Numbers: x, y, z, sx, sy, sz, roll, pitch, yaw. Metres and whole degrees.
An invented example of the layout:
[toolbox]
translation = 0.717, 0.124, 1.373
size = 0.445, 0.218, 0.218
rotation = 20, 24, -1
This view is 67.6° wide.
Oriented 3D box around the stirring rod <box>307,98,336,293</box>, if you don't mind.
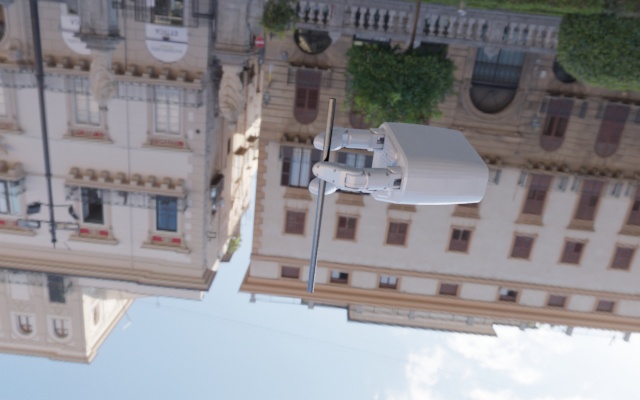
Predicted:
[stirring rod]
translation = 0.000, 0.002, 0.560
size = 0.011, 0.240, 0.011
rotation = 6, 20, -2
